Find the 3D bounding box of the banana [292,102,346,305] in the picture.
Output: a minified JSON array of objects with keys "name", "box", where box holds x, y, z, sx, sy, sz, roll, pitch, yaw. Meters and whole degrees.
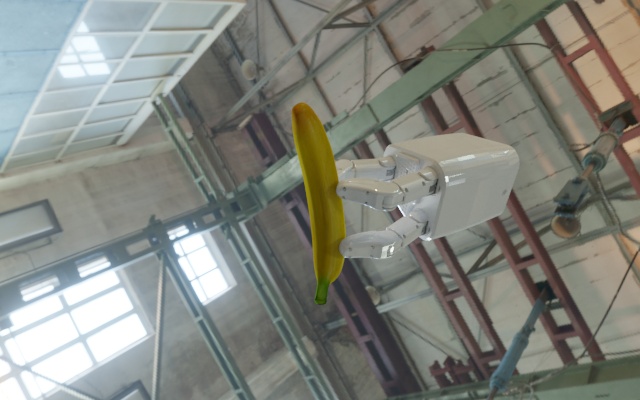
[{"name":"banana","box":[0.002,0.000,0.474,0.037,0.198,0.069,-6,15,7]}]
